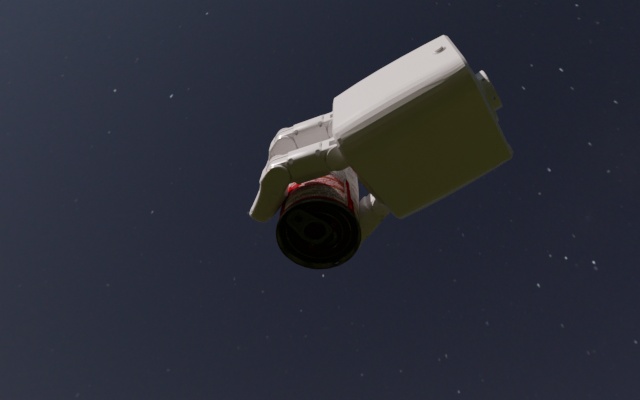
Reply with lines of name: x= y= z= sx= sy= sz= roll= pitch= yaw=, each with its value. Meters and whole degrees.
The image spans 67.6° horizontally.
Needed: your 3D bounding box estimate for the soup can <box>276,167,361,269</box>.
soup can: x=0.000 y=0.002 z=0.419 sx=0.068 sy=0.068 sz=0.102 roll=0 pitch=32 yaw=2
